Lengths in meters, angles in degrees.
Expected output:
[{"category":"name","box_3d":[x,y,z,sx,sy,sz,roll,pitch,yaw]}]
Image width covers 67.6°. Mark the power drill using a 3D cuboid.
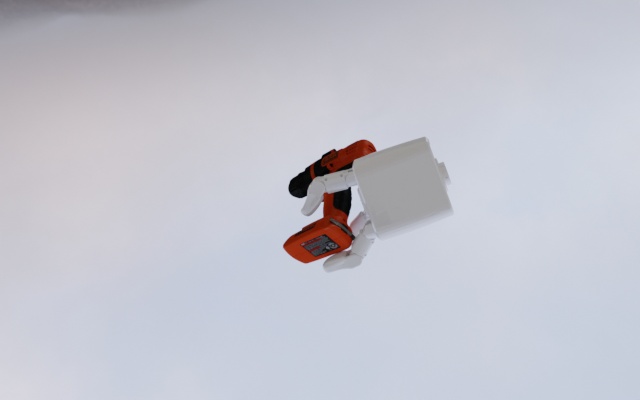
[{"category":"power drill","box_3d":[0.000,0.003,0.743,0.057,0.187,0.184,38,-45,-27]}]
